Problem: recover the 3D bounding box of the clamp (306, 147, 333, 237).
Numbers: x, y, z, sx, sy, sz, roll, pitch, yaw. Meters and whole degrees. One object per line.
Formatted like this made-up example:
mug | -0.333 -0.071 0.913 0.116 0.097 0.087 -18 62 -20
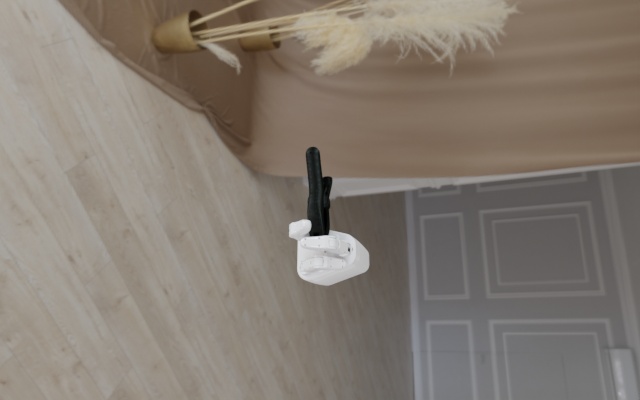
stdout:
clamp | 0.001 0.003 0.852 0.039 0.171 0.120 -6 -19 20
